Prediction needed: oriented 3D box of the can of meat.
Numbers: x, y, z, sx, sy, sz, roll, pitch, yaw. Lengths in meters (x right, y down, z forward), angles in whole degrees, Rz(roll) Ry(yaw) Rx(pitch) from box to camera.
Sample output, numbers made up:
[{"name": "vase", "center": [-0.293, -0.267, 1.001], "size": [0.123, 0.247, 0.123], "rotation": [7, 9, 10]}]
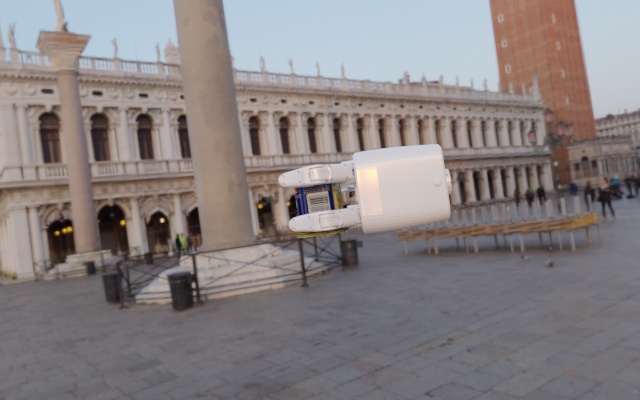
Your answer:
[{"name": "can of meat", "center": [0.000, 0.002, 0.625], "size": [0.057, 0.084, 0.102], "rotation": [-8, -1, 9]}]
